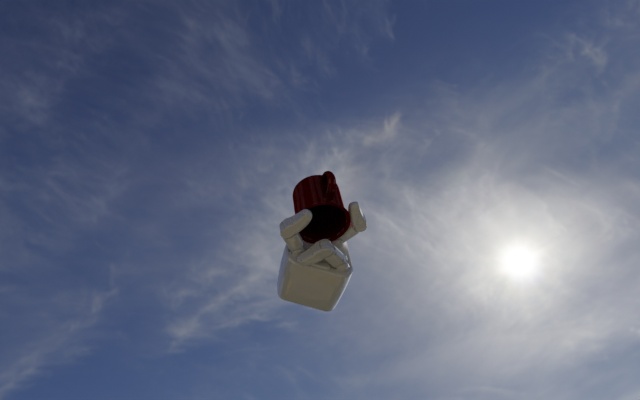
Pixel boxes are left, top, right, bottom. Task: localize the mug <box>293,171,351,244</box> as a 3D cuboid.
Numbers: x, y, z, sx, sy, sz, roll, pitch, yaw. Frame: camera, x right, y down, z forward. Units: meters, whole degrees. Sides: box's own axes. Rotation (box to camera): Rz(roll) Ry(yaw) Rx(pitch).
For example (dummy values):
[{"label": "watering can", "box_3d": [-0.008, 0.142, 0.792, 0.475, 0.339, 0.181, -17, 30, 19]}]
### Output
[{"label": "mug", "box_3d": [0.000, 0.001, 0.787, 0.093, 0.117, 0.081, 5, 40, -15]}]
